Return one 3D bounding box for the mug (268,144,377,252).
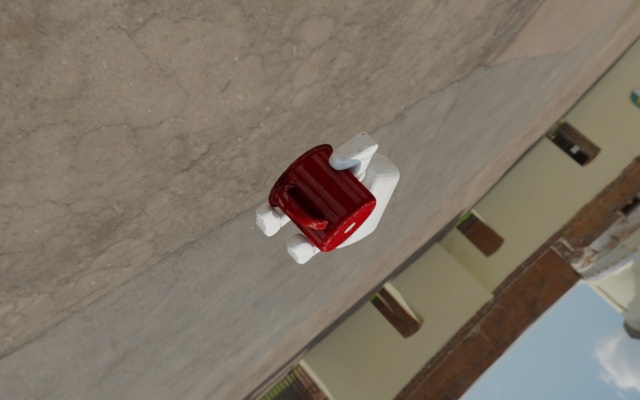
[{"bbox_3d":[0.000,0.002,0.498,0.081,0.093,0.117,46,22,15],"label":"mug"}]
